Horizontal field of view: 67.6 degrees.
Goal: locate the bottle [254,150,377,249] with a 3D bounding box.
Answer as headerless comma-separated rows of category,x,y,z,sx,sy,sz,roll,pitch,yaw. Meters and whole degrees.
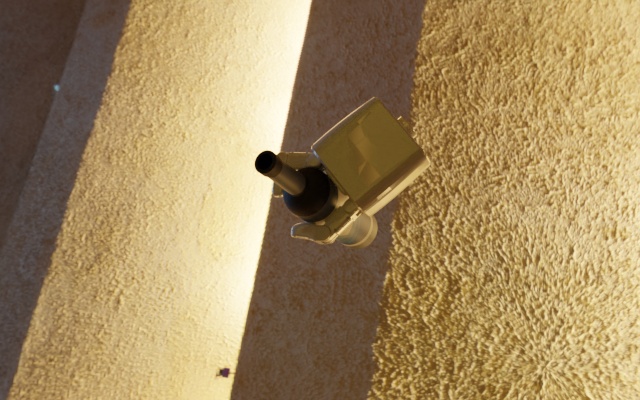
bottle,0.000,0.002,0.640,0.069,0.069,0.296,0,-17,25
